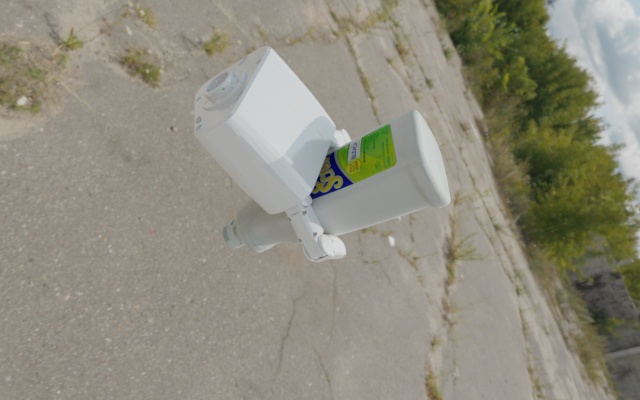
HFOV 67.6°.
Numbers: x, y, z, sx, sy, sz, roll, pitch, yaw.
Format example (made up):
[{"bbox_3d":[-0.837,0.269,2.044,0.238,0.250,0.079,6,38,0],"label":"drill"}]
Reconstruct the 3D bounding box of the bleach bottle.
[{"bbox_3d":[0.000,0.002,0.494,0.251,0.102,0.068,-24,-52,24],"label":"bleach bottle"}]
